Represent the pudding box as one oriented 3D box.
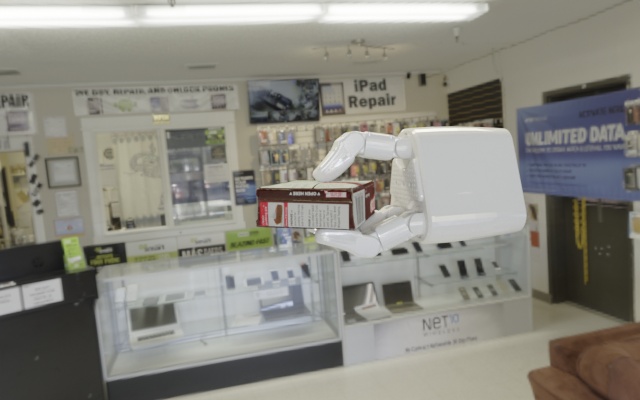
[{"bbox_3d":[0.000,0.001,0.456,0.090,0.039,0.113,0,5,15],"label":"pudding box"}]
